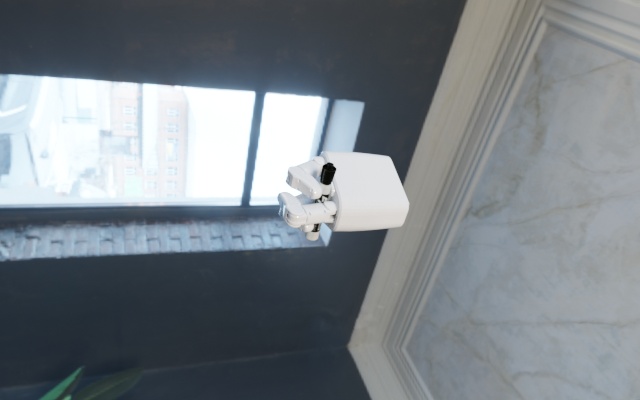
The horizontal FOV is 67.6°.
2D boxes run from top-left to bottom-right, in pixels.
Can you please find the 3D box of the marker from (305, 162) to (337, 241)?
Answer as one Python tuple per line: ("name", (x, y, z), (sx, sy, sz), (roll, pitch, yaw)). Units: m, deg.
("marker", (0.000, 0.002, 0.638), (0.020, 0.121, 0.020), (10, 34, -7))
